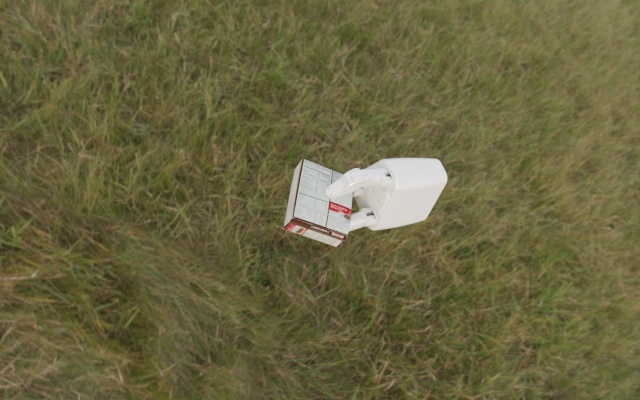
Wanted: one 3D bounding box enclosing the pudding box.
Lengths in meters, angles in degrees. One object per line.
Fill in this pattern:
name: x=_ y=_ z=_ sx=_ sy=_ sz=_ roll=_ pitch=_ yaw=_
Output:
pudding box: x=0.000 y=0.002 z=0.700 sx=0.090 sy=0.113 sz=0.039 roll=19 pitch=-39 yaw=-14
